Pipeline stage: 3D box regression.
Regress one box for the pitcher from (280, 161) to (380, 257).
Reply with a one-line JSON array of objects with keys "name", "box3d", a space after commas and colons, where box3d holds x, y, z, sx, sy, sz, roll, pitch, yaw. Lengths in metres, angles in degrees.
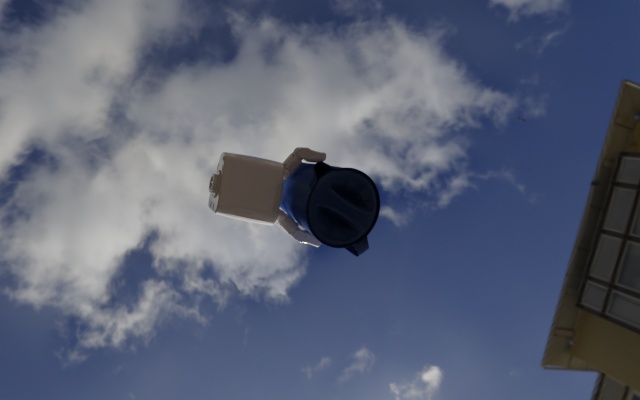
[{"name": "pitcher", "box3d": [0.000, 0.003, 0.877, 0.145, 0.149, 0.243, 11, 5, -23]}]
